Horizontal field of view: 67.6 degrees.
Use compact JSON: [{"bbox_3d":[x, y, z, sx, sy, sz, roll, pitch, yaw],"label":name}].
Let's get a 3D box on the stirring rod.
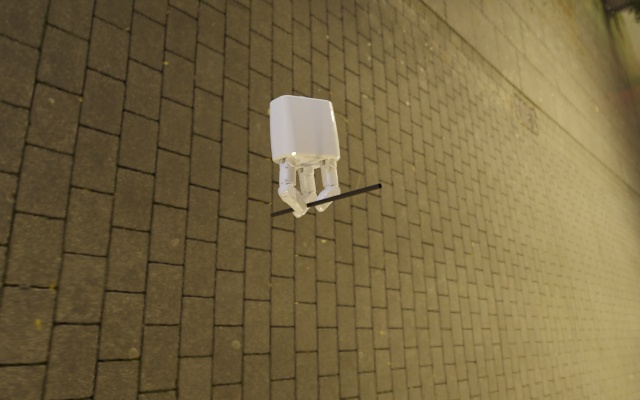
[{"bbox_3d":[0.000,0.002,0.777,0.239,0.011,0.011,-15,-10,41],"label":"stirring rod"}]
